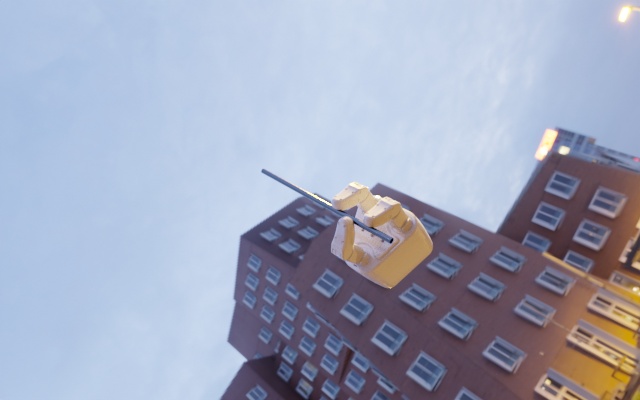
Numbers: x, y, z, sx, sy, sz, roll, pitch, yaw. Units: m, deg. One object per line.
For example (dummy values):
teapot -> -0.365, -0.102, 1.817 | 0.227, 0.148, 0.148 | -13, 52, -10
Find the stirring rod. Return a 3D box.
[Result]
stirring rod -> 0.000, 0.002, 0.648 | 0.239, 0.011, 0.011 | 29, 17, 35
